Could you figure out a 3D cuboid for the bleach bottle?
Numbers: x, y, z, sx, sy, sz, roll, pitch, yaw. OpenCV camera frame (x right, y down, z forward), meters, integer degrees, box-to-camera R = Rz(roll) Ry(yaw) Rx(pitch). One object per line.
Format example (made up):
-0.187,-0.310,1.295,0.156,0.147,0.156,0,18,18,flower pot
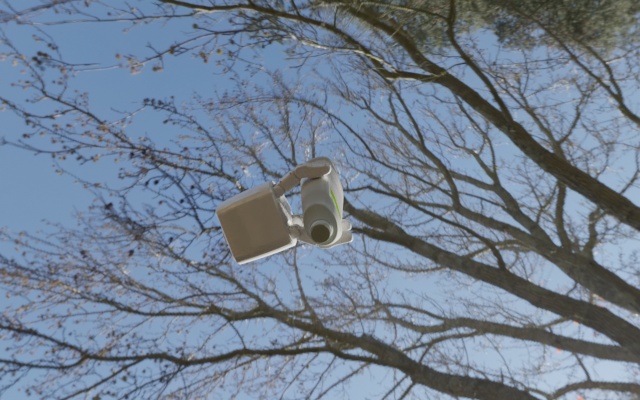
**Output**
0.000,0.003,0.795,0.068,0.102,0.250,-22,15,8,bleach bottle
